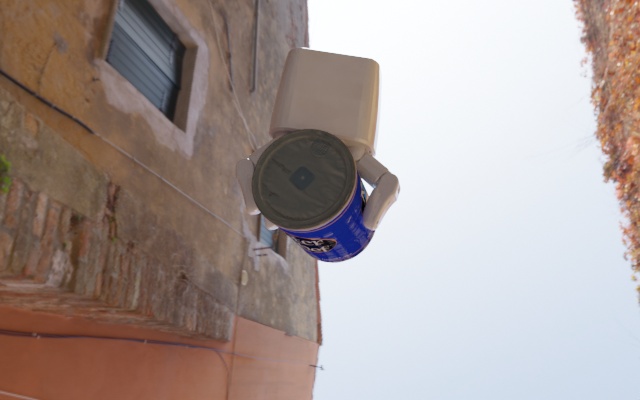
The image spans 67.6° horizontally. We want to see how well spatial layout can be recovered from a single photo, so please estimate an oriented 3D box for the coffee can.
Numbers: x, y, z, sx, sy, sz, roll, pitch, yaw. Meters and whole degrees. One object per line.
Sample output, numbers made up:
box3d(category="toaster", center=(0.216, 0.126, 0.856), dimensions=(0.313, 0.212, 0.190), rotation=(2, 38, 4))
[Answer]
box3d(category="coffee can", center=(0.000, 0.002, 0.511), dimensions=(0.103, 0.102, 0.140), rotation=(0, -20, 15))
